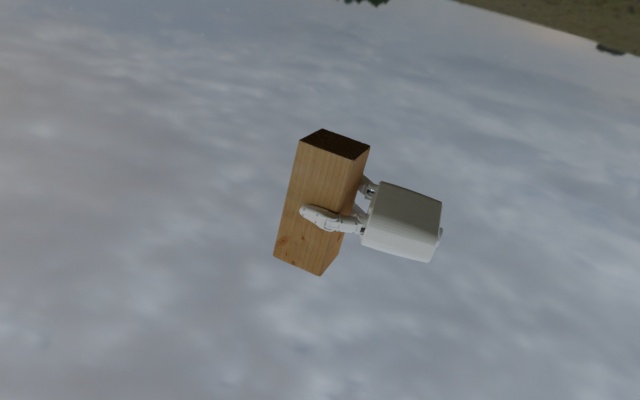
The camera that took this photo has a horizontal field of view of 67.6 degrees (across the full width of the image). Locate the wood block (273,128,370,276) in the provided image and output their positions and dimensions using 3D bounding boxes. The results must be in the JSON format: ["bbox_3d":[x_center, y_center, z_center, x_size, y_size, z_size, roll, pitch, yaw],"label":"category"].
[{"bbox_3d":[0.000,0.003,0.762,0.090,0.206,0.090,22,27,15],"label":"wood block"}]
